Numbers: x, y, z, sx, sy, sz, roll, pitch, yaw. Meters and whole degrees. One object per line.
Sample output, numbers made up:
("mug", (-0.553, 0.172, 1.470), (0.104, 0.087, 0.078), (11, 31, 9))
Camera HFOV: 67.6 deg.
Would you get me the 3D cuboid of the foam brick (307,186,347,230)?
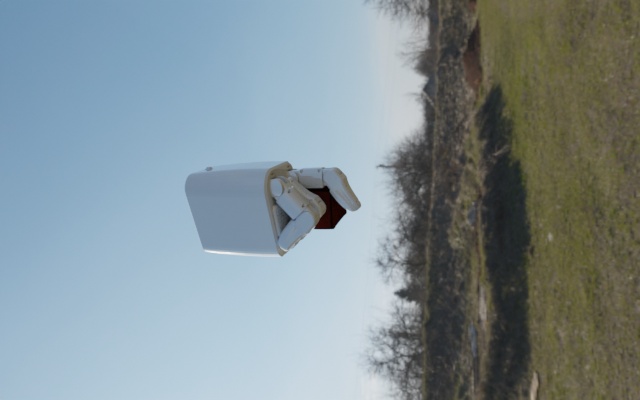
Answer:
("foam brick", (0.000, 0.002, 0.618), (0.051, 0.053, 0.078), (0, 13, 16))
